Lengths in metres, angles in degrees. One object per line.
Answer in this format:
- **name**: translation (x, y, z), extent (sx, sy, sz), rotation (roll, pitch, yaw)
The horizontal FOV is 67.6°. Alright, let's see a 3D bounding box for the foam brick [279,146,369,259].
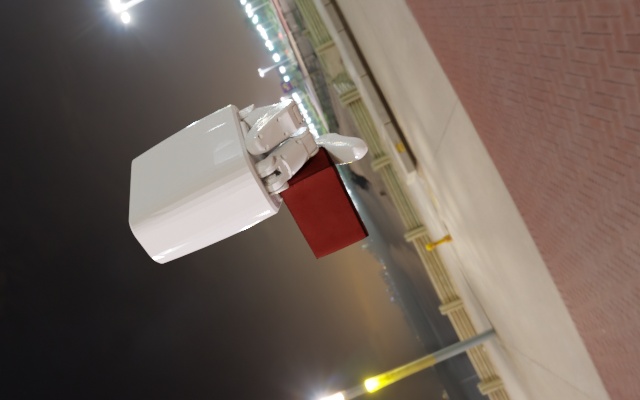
- **foam brick**: translation (0.000, 0.002, 0.424), extent (0.051, 0.078, 0.053), rotation (-27, 25, 2)
